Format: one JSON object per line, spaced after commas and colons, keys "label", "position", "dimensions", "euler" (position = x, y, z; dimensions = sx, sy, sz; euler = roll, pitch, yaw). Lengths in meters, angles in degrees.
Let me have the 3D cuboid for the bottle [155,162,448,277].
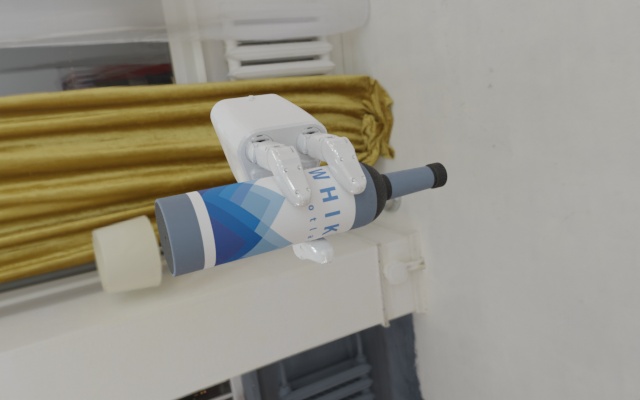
{"label": "bottle", "position": [0.000, 0.002, 0.459], "dimensions": [0.295, 0.069, 0.069], "euler": [-13, 6, -25]}
